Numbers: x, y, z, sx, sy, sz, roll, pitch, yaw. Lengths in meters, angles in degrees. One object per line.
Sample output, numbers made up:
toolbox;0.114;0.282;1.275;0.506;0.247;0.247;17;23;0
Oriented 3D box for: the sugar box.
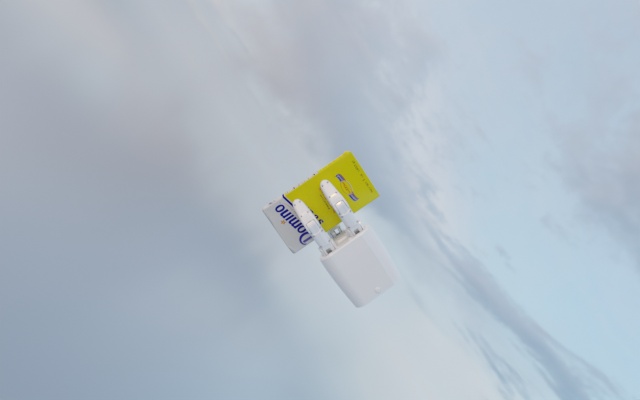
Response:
sugar box;0.000;0.003;0.801;0.176;0.093;0.048;-35;9;-3
